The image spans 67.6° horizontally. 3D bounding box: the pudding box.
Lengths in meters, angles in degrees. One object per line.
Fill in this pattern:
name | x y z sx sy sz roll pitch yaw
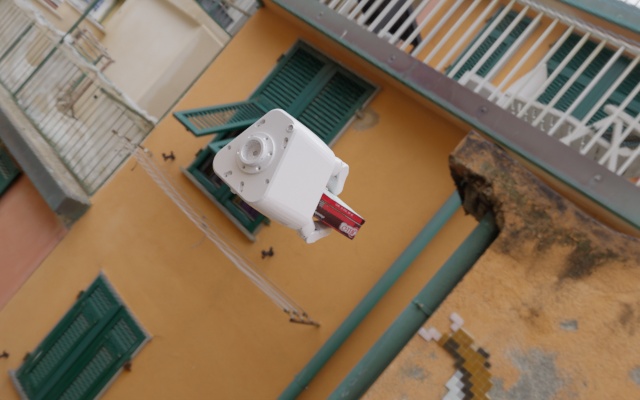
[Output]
pudding box | 0.000 0.002 0.675 0.090 0.039 0.113 34 6 -32
